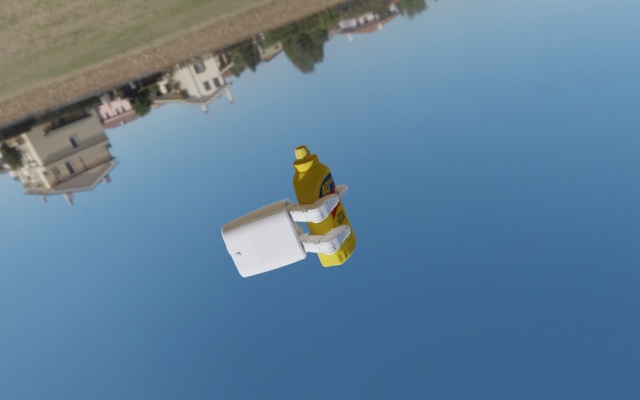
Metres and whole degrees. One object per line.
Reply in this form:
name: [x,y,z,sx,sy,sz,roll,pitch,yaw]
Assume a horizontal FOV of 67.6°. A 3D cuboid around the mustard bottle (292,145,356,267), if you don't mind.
mustard bottle: [0.001,0.003,0.764,0.058,0.192,0.096,-11,22,25]
